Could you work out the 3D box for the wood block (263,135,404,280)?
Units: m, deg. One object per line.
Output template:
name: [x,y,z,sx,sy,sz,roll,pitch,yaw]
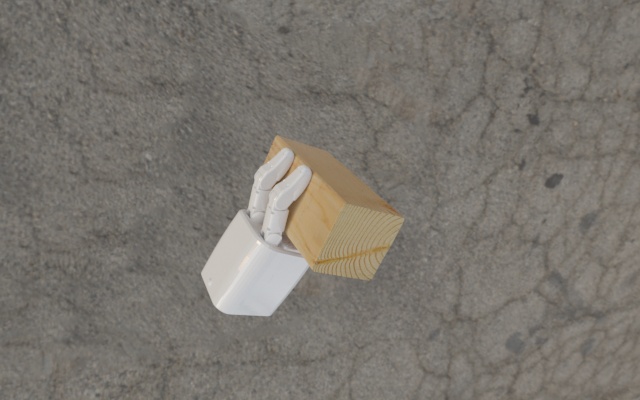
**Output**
wood block: [0.000,0.002,0.612,0.091,0.090,0.206,15,19,-34]
